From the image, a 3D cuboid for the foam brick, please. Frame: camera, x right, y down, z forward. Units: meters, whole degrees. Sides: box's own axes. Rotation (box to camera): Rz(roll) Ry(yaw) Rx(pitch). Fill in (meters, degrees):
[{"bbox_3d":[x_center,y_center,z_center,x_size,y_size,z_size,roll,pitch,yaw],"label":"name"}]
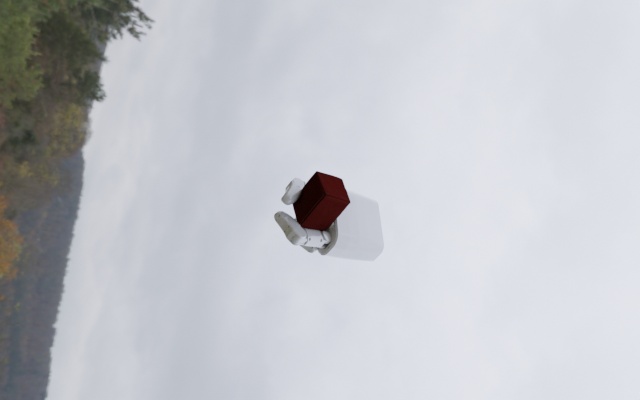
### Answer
[{"bbox_3d":[0.000,0.002,0.740,0.051,0.053,0.078,14,-49,-32],"label":"foam brick"}]
